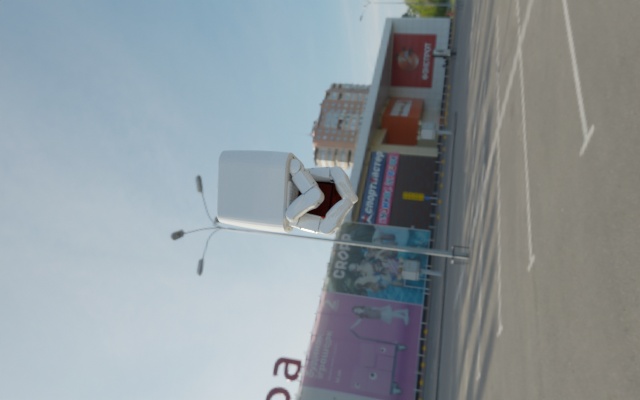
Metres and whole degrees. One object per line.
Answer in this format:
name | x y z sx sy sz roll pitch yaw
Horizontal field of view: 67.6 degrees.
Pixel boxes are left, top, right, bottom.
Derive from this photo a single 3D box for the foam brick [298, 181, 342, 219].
foam brick | 0.000 0.003 0.725 0.051 0.053 0.078 5 -8 13
